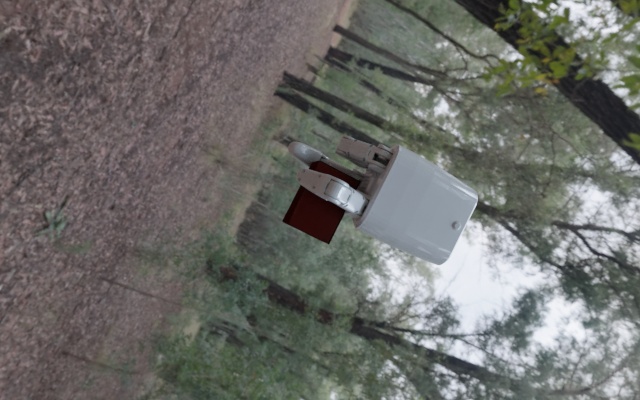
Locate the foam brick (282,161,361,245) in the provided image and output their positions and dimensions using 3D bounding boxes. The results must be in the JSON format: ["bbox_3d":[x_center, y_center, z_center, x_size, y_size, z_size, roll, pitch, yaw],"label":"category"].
[{"bbox_3d":[0.000,0.002,0.523,0.051,0.078,0.053,27,-2,-10],"label":"foam brick"}]
